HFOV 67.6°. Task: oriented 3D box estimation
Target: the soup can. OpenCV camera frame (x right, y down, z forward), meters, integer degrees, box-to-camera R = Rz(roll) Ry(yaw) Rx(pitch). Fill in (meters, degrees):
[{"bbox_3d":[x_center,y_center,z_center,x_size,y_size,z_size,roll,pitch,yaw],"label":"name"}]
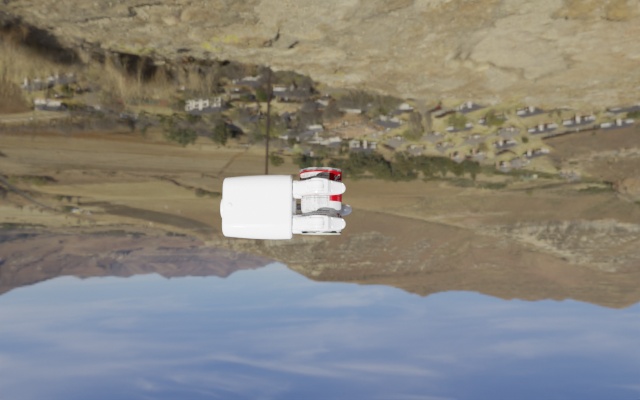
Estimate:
[{"bbox_3d":[0.001,0.003,0.760,0.068,0.102,0.068,0,-6,0],"label":"soup can"}]
